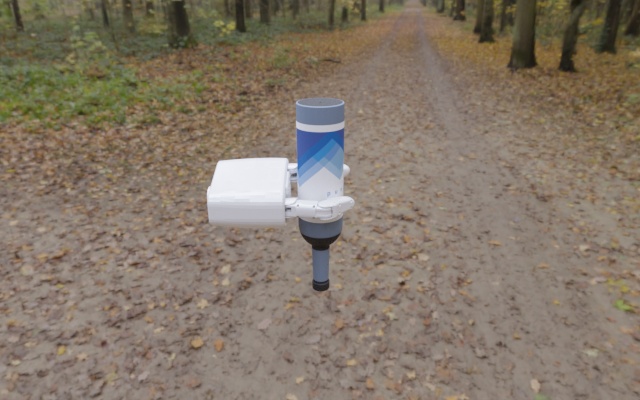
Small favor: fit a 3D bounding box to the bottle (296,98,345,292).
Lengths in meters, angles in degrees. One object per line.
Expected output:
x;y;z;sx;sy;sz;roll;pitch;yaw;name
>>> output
0.000;0.002;0.705;0.069;0.296;0.069;0;23;0;bottle
